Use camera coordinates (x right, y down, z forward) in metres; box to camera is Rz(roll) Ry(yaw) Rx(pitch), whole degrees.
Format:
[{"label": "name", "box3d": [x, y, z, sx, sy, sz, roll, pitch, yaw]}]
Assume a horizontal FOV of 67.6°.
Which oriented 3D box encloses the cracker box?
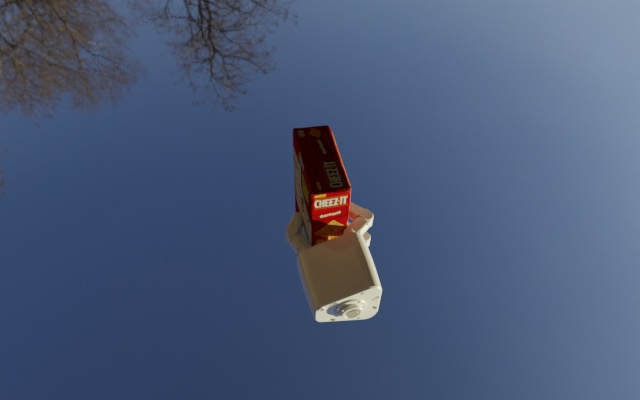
[{"label": "cracker box", "box3d": [0.000, 0.003, 0.836, 0.072, 0.164, 0.214, -8, -43, -9]}]
